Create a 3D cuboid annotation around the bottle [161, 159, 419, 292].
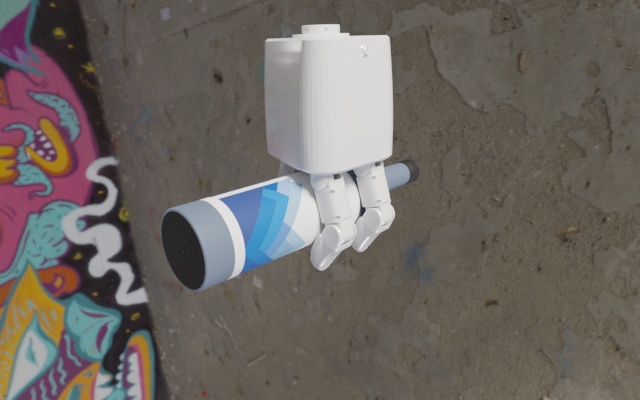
[{"bbox_3d":[0.000,0.002,0.455,0.295,0.069,0.069,-19,13,-42],"label":"bottle"}]
